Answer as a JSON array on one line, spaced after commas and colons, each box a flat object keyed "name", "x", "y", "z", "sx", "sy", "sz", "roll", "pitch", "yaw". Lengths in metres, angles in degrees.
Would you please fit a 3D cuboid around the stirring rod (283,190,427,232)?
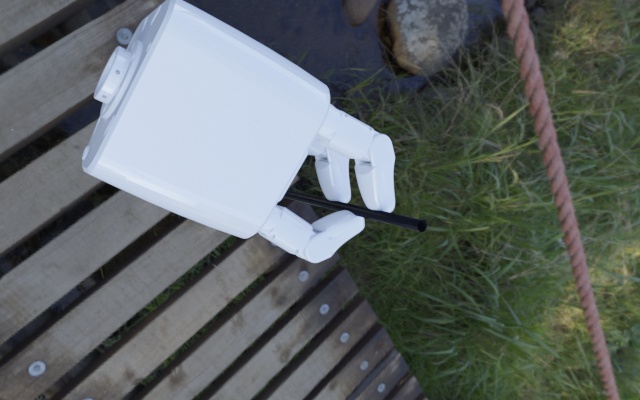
[{"name": "stirring rod", "x": 0.000, "y": 0.001, "z": 0.403, "sx": 0.011, "sy": 0.011, "sz": 0.239, "roll": 0, "pitch": 7, "yaw": -33}]
